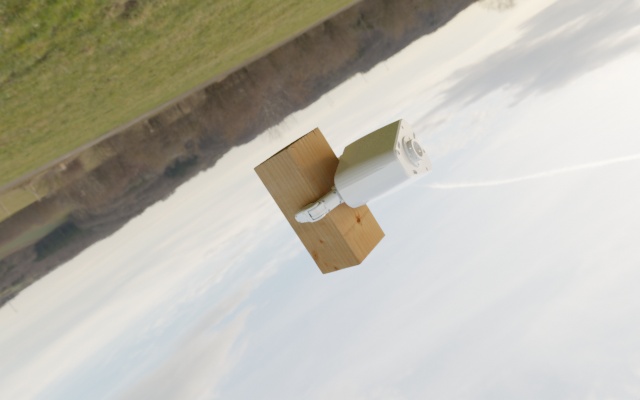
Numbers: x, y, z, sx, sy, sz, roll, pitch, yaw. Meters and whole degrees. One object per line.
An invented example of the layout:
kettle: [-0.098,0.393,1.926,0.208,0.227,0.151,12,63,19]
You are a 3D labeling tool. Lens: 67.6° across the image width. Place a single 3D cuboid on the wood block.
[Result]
wood block: [0.000,0.003,0.760,0.090,0.206,0.090,-23,13,46]
